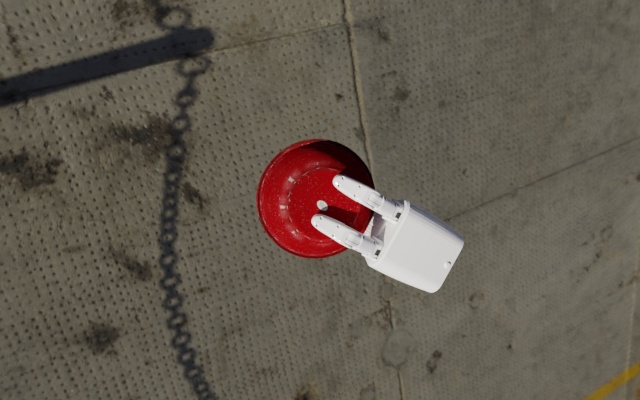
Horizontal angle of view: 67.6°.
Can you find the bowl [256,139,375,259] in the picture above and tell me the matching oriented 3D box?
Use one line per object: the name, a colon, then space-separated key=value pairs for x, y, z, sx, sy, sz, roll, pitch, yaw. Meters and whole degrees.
bowl: x=-0.001 y=0.002 z=0.612 sx=0.162 sy=0.162 sz=0.055 roll=0 pitch=7 yaw=-10
